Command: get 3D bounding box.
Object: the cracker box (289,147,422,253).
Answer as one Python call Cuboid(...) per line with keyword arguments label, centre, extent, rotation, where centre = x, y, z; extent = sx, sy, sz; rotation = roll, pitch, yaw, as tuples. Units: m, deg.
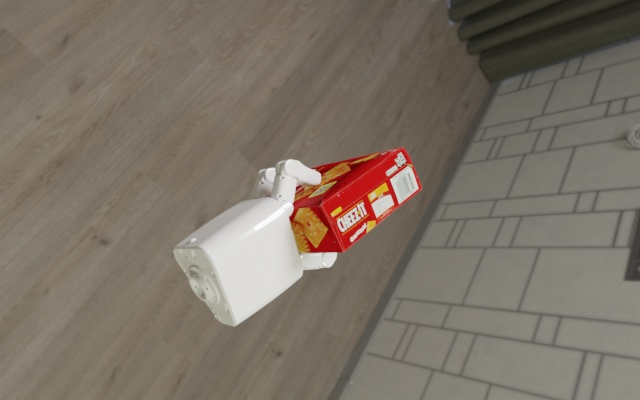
Cuboid(label="cracker box", centre=(0.000, 0.002, 0.643), extent=(0.164, 0.072, 0.214), rotation=(-35, 17, -36))
